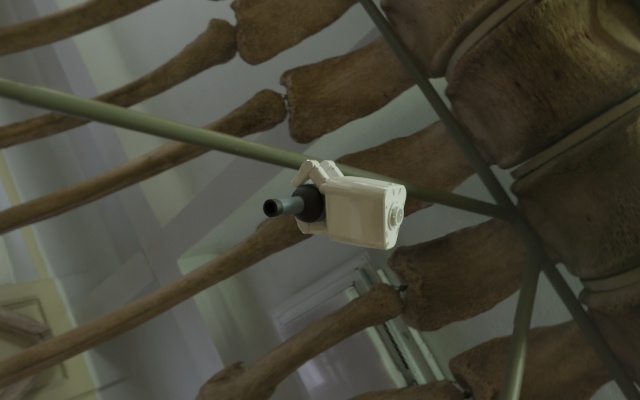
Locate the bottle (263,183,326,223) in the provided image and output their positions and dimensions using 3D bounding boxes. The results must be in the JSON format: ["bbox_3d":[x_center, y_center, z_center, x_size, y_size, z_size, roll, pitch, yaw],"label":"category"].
[{"bbox_3d":[0.000,0.003,0.840,0.069,0.069,0.295,0,3,31],"label":"bottle"}]
